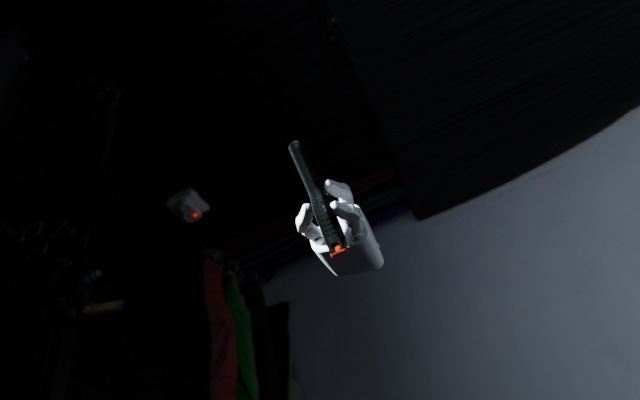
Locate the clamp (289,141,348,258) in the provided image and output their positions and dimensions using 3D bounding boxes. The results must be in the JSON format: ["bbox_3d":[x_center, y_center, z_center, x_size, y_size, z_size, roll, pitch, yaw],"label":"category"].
[{"bbox_3d":[0.000,0.004,0.832,0.036,0.209,0.165,-25,-44,8],"label":"clamp"}]
